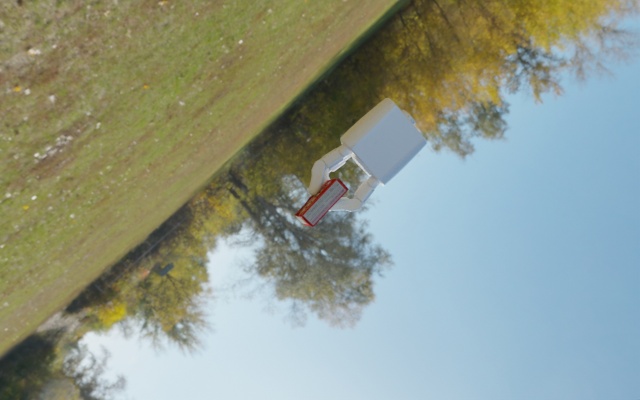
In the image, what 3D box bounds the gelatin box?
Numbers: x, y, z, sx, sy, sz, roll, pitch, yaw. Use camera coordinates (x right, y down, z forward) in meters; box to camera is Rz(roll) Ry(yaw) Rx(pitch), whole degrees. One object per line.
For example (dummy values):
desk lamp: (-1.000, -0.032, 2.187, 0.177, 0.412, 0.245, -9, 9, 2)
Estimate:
gelatin box: (0.000, 0.003, 0.806, 0.030, 0.089, 0.073, 44, -8, -9)
